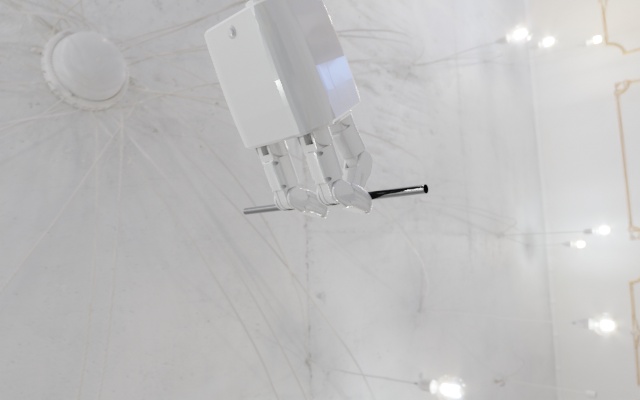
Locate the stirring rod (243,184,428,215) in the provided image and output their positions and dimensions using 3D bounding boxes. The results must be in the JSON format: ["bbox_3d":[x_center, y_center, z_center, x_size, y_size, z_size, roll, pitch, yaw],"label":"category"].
[{"bbox_3d":[0.000,0.001,0.478,0.239,0.011,0.011,-7,-5,43],"label":"stirring rod"}]
